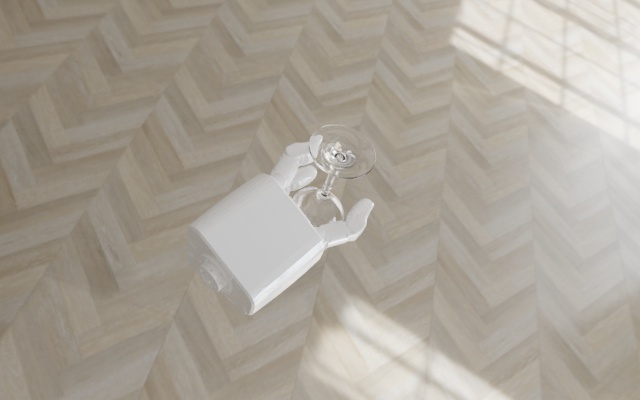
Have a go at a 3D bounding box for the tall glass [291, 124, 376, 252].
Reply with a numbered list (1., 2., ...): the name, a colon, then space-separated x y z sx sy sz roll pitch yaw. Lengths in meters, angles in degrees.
1. tall glass: 0.000 0.002 0.587 0.079 0.079 0.201 0 -34 -16
